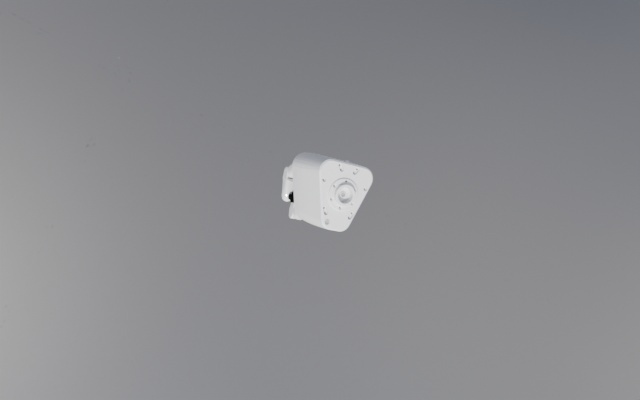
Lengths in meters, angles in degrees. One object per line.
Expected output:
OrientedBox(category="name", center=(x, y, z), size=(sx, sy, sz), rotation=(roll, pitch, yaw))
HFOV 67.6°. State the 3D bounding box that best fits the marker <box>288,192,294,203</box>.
OrientedBox(category="marker", center=(0.000, 0.003, 0.841), size=(0.121, 0.020, 0.020), rotation=(10, -4, -25))
